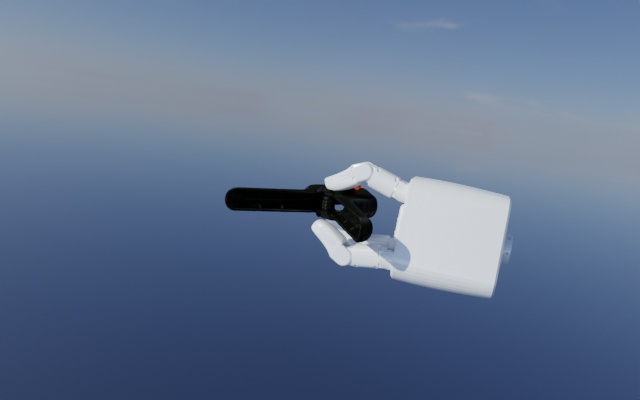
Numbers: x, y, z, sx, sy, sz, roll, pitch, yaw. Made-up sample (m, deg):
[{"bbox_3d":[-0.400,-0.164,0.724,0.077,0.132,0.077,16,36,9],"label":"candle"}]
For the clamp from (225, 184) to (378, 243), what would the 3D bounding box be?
[{"bbox_3d":[0.001,0.001,0.561,0.164,0.036,0.210,13,11,16],"label":"clamp"}]
